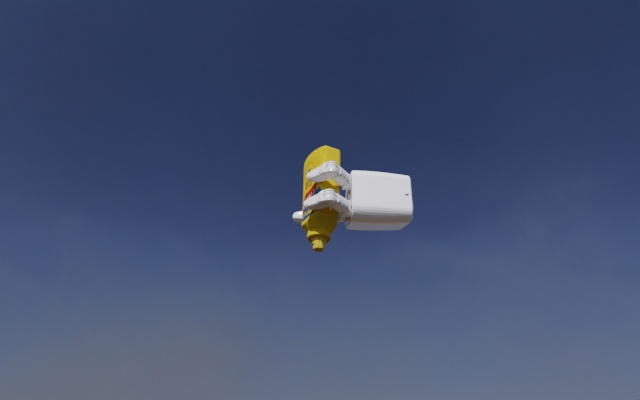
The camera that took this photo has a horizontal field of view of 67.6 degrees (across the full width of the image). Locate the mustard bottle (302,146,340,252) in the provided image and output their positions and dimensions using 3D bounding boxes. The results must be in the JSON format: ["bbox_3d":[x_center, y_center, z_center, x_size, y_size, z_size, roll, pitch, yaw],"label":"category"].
[{"bbox_3d":[0.000,0.003,0.863,0.058,0.191,0.096,16,-33,-23],"label":"mustard bottle"}]
